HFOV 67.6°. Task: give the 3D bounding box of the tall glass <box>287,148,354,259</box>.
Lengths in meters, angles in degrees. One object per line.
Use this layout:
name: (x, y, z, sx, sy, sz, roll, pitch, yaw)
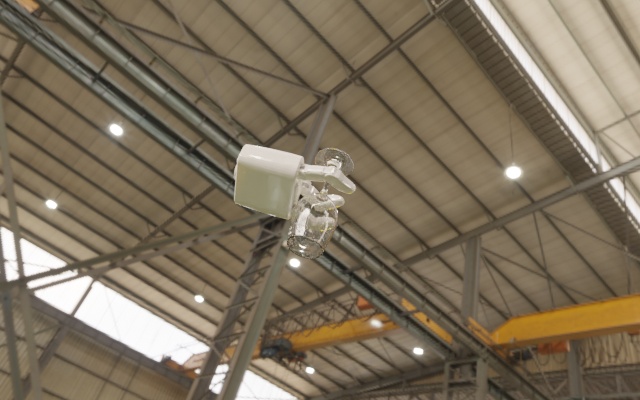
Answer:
tall glass: (0.000, 0.002, 0.829, 0.079, 0.201, 0.079, 11, -39, 9)
